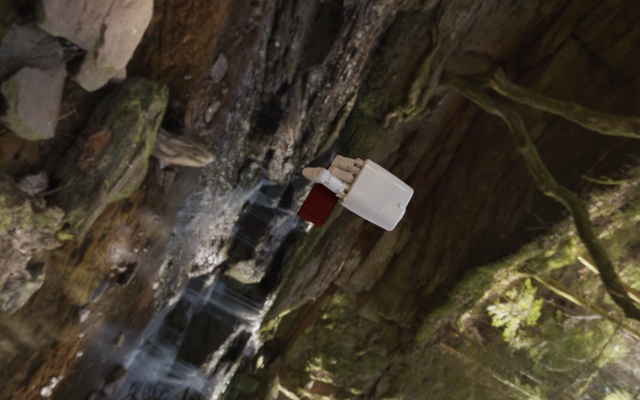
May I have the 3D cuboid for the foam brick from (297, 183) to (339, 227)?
[{"bbox_3d":[0.000,0.003,0.890,0.051,0.078,0.053,32,-14,-4],"label":"foam brick"}]
